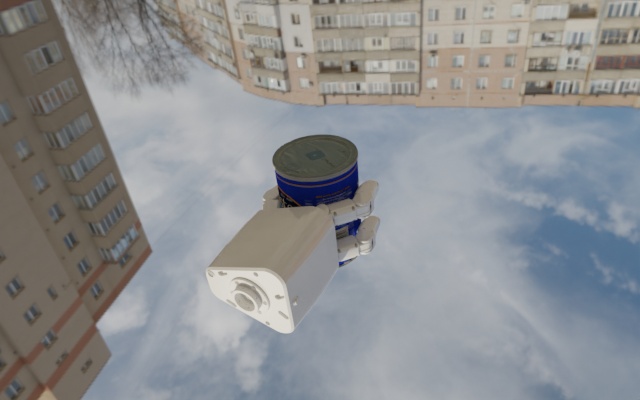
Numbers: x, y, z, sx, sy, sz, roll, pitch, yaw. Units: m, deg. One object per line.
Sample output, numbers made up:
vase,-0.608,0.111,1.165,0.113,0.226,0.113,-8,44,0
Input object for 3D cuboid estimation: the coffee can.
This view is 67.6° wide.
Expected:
coffee can,0.000,0.002,0.605,0.103,0.140,0.102,-5,35,3
